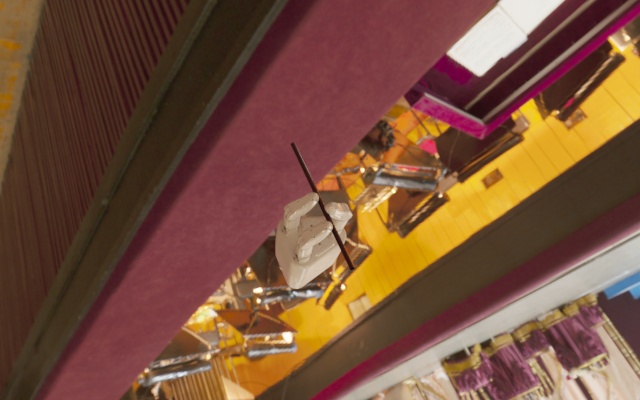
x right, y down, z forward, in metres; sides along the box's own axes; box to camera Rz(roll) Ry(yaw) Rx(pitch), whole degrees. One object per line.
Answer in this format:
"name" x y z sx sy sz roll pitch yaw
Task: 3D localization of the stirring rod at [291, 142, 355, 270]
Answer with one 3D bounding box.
"stirring rod" 0.000 0.002 0.750 0.011 0.239 0.011 -20 -26 -11
